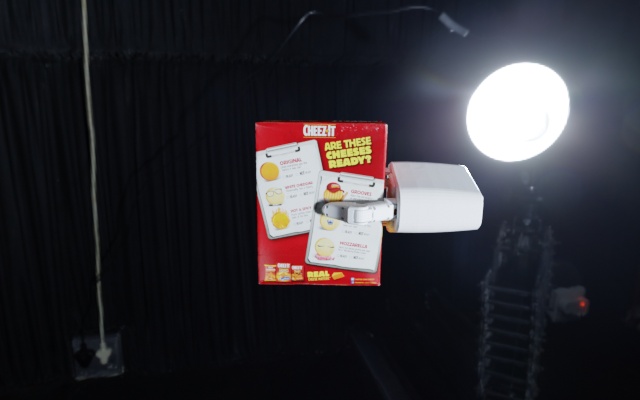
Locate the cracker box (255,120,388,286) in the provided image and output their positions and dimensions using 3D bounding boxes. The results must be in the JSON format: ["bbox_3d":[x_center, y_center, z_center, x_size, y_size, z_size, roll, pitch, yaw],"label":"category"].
[{"bbox_3d":[0.000,0.002,0.634,0.164,0.214,0.072,1,13,0],"label":"cracker box"}]
